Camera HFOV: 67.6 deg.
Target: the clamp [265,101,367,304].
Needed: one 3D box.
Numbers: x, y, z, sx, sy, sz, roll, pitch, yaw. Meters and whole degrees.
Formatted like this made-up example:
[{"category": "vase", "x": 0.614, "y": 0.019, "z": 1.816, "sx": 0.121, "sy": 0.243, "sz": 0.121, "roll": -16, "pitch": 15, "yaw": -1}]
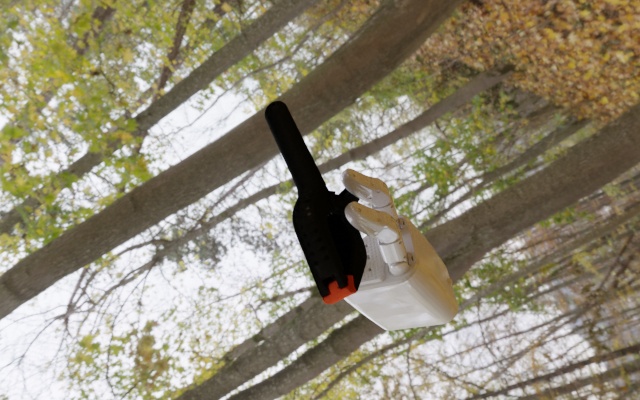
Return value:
[{"category": "clamp", "x": 0.000, "y": 0.002, "z": 0.471, "sx": 0.036, "sy": 0.209, "sz": 0.165, "roll": -32, "pitch": -55, "yaw": 24}]
